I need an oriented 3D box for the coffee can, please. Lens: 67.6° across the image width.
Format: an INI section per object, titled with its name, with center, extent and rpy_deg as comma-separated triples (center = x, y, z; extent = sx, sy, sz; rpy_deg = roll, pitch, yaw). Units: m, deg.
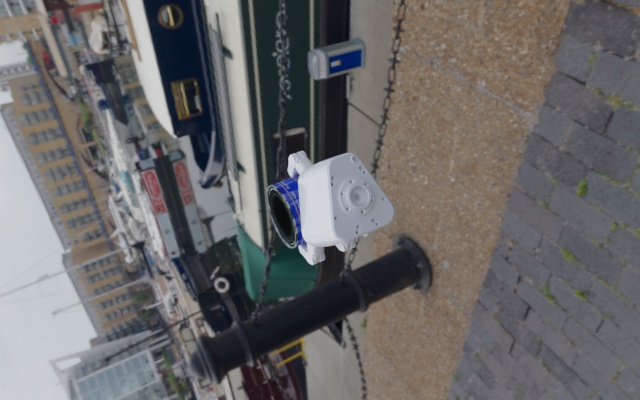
[coffee can]
center = 0.000, 0.002, 0.745
extent = 0.140, 0.103, 0.103
rpy_deg = -21, 8, -22
